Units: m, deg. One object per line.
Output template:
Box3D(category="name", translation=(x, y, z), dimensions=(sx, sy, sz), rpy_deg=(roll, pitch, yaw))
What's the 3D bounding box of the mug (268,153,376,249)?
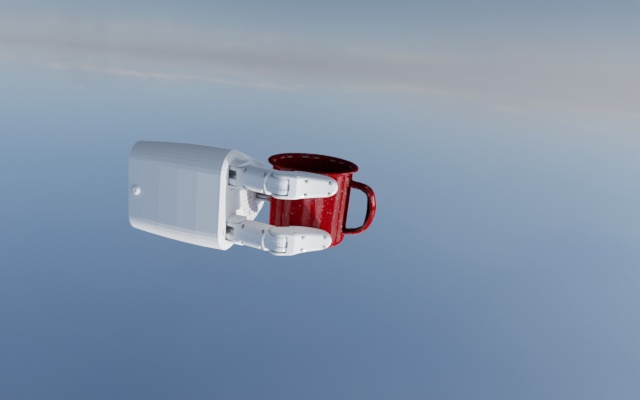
Box3D(category="mug", translation=(0.001, 0.002, 0.494), dimensions=(0.117, 0.081, 0.093), rpy_deg=(11, 17, 16))
